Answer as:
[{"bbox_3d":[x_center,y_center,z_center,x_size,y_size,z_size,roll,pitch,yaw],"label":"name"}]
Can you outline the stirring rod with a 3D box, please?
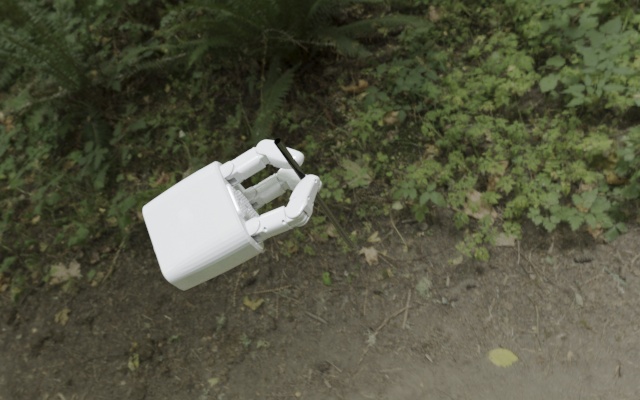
[{"bbox_3d":[0.000,0.002,0.579,0.011,0.011,0.240,0,-31,25],"label":"stirring rod"}]
